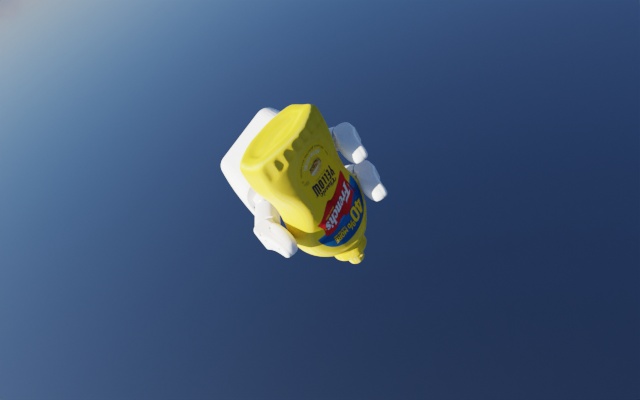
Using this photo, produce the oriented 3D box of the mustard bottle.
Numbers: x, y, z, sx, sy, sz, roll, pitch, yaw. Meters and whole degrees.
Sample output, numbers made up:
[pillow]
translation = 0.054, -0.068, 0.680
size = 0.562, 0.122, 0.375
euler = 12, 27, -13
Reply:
[mustard bottle]
translation = 0.000, 0.002, 0.497
size = 0.058, 0.096, 0.192
euler = 8, -38, 42
